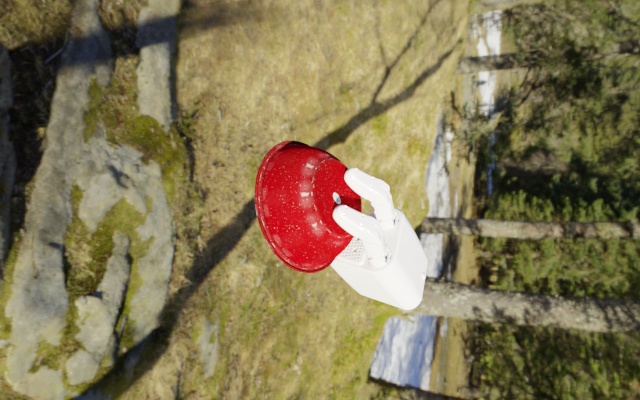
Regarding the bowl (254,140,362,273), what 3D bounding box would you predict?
[{"bbox_3d":[0.000,0.001,0.556,0.055,0.162,0.162,-14,-9,38],"label":"bowl"}]
